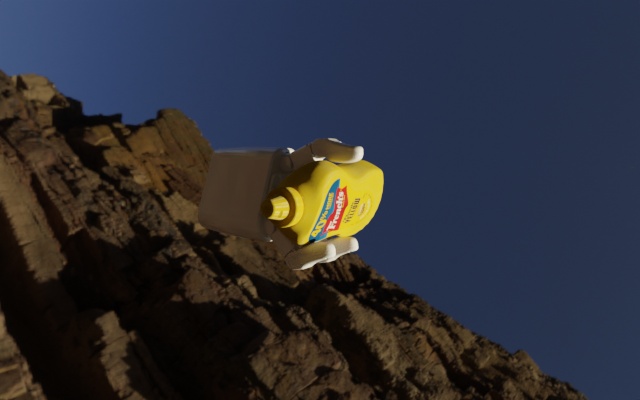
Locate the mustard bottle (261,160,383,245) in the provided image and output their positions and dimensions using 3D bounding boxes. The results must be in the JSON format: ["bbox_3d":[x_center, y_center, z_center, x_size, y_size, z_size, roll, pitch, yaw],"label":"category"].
[{"bbox_3d":[0.001,0.002,0.536,0.058,0.096,0.191,34,21,27],"label":"mustard bottle"}]
